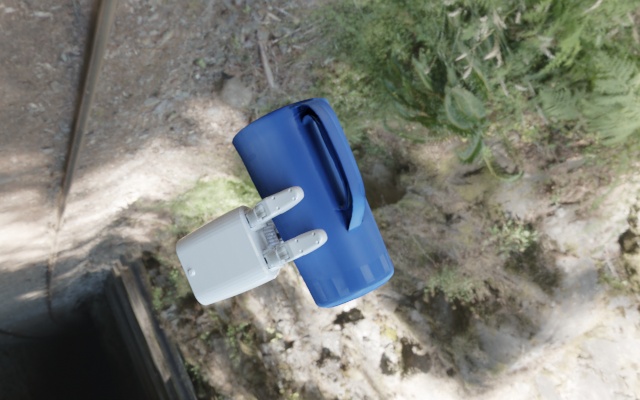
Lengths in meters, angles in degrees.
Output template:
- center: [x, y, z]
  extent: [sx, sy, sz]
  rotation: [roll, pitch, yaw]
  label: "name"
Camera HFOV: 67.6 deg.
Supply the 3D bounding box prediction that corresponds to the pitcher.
- center: [0.000, 0.002, 0.592]
  extent: [0.145, 0.243, 0.149]
  rotation: [-26, -4, 14]
  label: "pitcher"
